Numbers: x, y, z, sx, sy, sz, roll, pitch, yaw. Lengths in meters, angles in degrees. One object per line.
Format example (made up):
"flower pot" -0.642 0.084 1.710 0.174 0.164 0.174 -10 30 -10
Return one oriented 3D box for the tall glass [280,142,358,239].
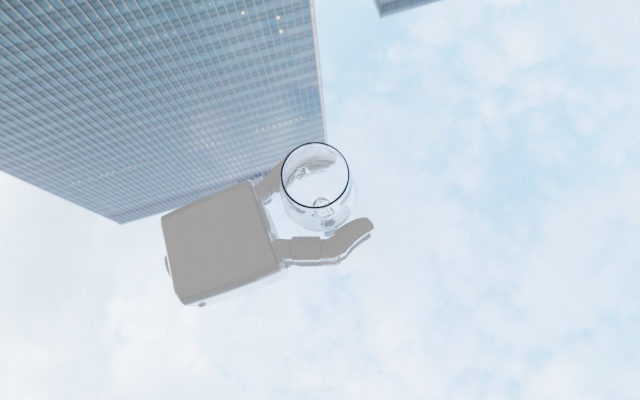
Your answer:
"tall glass" 0.000 0.002 0.516 0.079 0.079 0.201 0 -14 3
